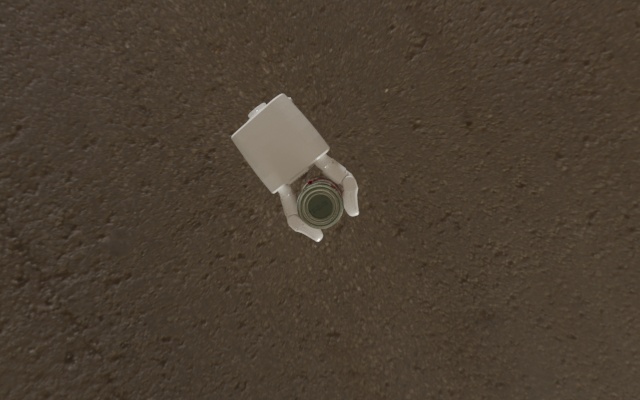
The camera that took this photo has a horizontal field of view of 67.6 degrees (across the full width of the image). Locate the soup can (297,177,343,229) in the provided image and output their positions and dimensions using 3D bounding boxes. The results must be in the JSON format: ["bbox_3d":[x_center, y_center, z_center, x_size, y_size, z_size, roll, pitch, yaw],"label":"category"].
[{"bbox_3d":[0.000,0.003,0.726,0.068,0.068,0.102,0,7,1],"label":"soup can"}]
